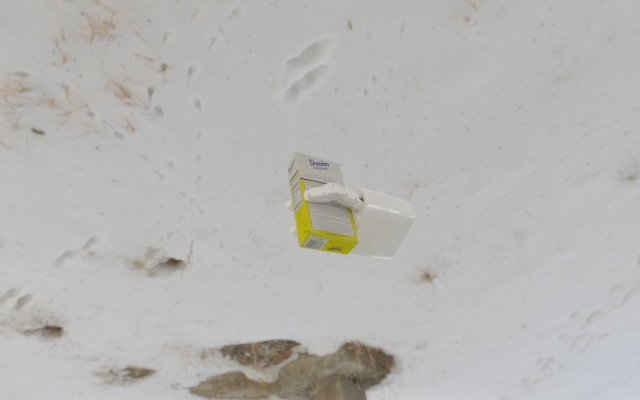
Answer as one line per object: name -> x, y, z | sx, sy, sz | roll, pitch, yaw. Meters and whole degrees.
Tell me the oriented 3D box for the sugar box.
sugar box -> 0.000, 0.003, 0.809 | 0.093, 0.176, 0.048 | 13, -47, -27
